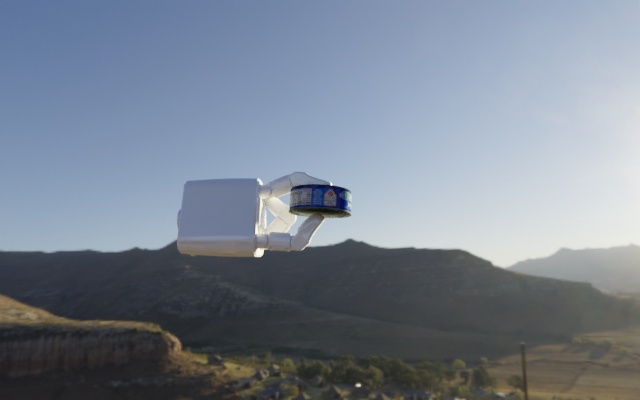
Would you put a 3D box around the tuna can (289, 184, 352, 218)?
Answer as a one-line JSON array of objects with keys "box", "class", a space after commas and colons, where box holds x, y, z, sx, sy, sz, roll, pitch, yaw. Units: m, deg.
[{"box": [0.000, 0.002, 0.653, 0.086, 0.033, 0.086, 3, -10, 1], "class": "tuna can"}]
